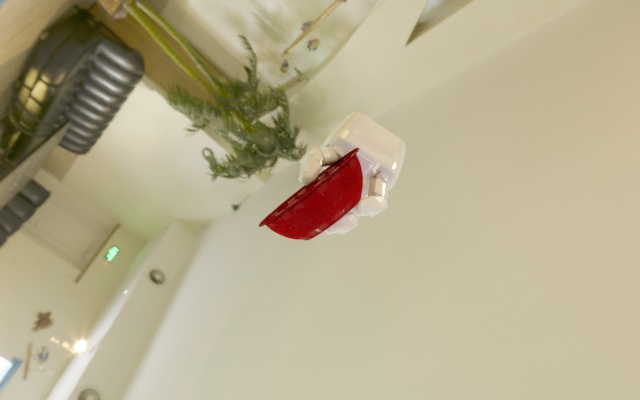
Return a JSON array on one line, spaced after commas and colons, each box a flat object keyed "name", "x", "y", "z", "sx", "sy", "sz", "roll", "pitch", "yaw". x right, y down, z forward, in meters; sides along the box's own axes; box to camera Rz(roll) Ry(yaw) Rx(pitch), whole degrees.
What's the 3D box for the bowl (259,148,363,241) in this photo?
[{"name": "bowl", "x": 0.000, "y": 0.003, "z": 0.612, "sx": 0.162, "sy": 0.055, "sz": 0.162, "roll": -37, "pitch": 5, "yaw": 4}]
